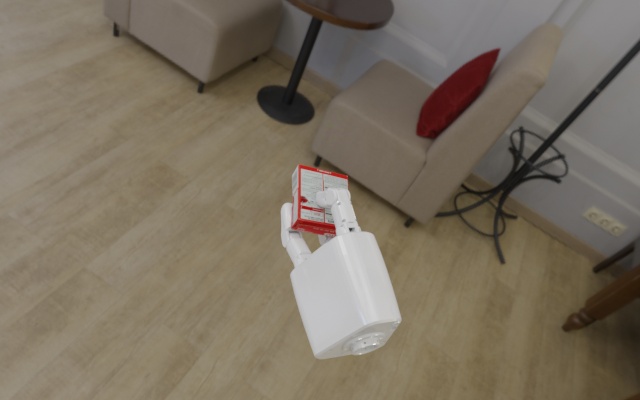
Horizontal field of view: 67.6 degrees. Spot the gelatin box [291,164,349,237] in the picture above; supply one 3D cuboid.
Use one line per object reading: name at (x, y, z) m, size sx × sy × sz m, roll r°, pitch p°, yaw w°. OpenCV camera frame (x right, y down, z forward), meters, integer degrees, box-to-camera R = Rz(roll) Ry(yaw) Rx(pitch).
gelatin box at (0.000, 0.002, 0.627) m, size 0.073 × 0.089 × 0.030 m, roll 12°, pitch -35°, yaw -20°
